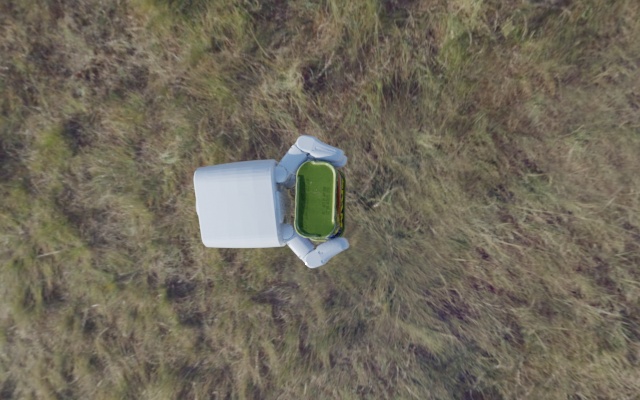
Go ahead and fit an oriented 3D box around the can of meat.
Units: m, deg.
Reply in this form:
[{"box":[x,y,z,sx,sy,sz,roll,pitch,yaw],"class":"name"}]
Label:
[{"box":[0.000,0.002,0.621,0.057,0.102,0.084,1,-5,9],"class":"can of meat"}]
